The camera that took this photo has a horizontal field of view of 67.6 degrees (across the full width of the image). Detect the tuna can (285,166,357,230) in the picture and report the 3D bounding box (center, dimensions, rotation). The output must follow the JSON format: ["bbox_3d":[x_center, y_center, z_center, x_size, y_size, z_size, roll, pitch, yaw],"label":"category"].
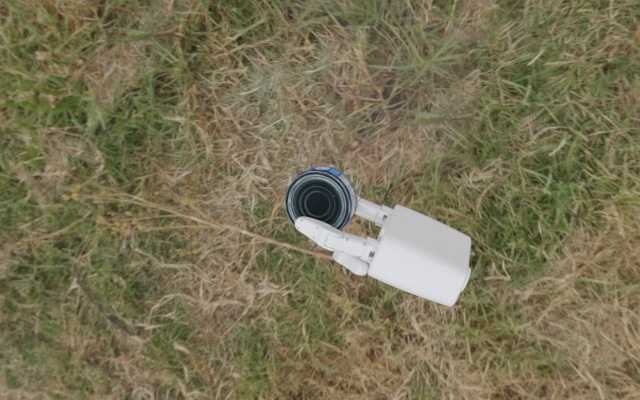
[{"bbox_3d":[0.000,0.002,0.586,0.086,0.086,0.033,0,12,17],"label":"tuna can"}]
